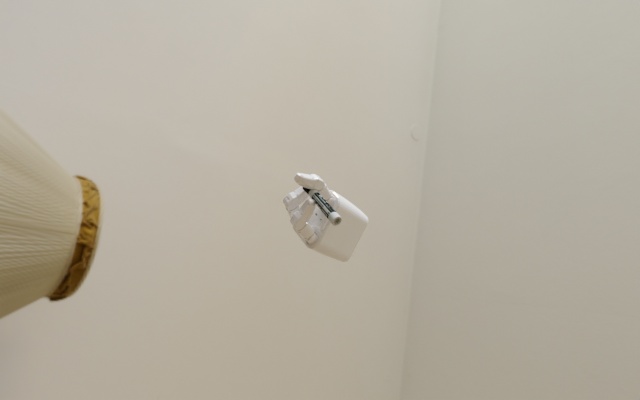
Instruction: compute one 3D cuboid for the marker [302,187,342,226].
[{"bbox_3d":[0.000,0.003,0.837,0.020,0.020,0.121,0,32,-33],"label":"marker"}]
